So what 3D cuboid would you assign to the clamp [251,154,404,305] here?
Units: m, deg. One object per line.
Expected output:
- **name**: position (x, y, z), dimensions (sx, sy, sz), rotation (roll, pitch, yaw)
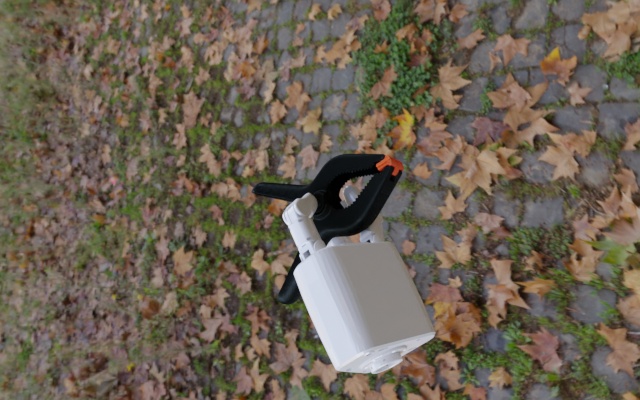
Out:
- **clamp**: position (0.000, 0.002, 0.557), dimensions (0.210, 0.164, 0.036), rotation (-40, -32, 26)
